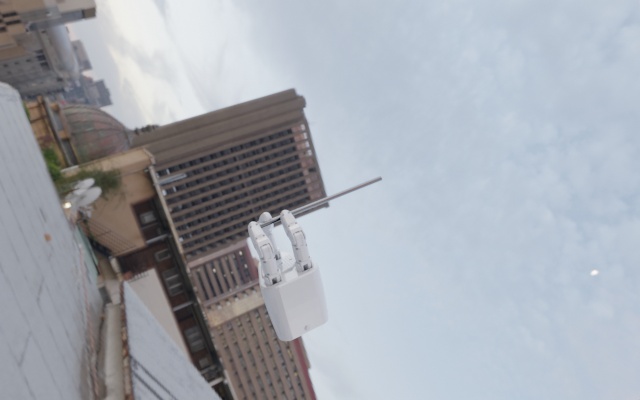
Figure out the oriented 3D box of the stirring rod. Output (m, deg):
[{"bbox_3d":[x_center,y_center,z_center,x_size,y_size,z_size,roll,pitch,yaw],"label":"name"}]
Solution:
[{"bbox_3d":[0.000,0.003,0.788,0.239,0.011,0.011,-22,8,-20],"label":"stirring rod"}]
